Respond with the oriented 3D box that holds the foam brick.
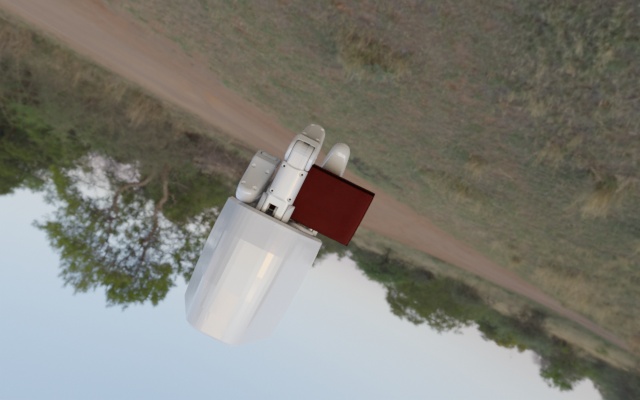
[{"bbox_3d":[0.000,0.001,0.426,0.078,0.051,0.053,26,-4,0],"label":"foam brick"}]
